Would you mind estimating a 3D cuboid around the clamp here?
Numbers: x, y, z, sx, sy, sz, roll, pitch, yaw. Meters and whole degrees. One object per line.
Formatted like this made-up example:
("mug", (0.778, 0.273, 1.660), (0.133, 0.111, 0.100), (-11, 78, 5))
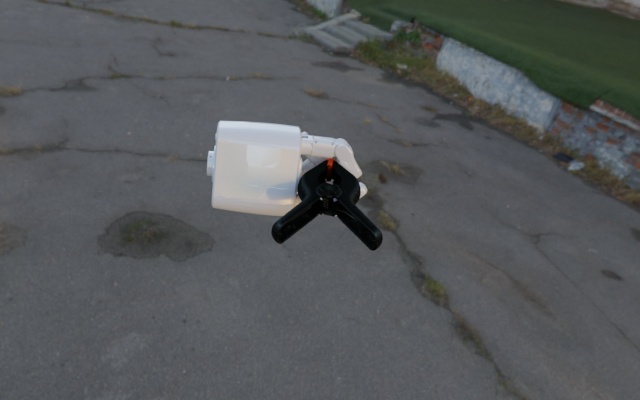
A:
("clamp", (0.000, 0.001, 0.574), (0.120, 0.039, 0.171), (5, 31, -10))
